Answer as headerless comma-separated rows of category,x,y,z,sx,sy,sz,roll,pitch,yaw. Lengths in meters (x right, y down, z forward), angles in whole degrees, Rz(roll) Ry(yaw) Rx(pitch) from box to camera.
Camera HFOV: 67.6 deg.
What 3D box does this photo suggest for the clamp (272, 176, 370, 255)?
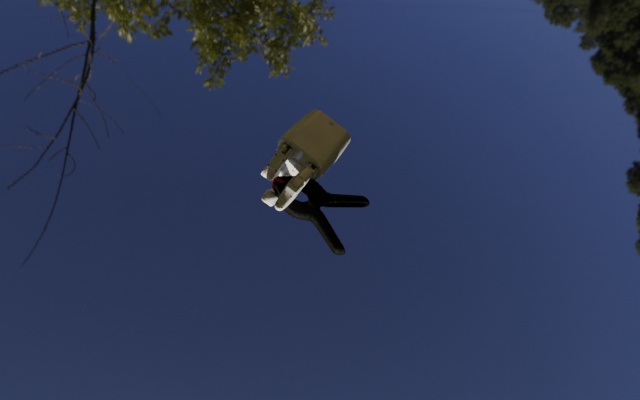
clamp,0.000,0.003,0.821,0.171,0.120,0.039,38,-35,3
